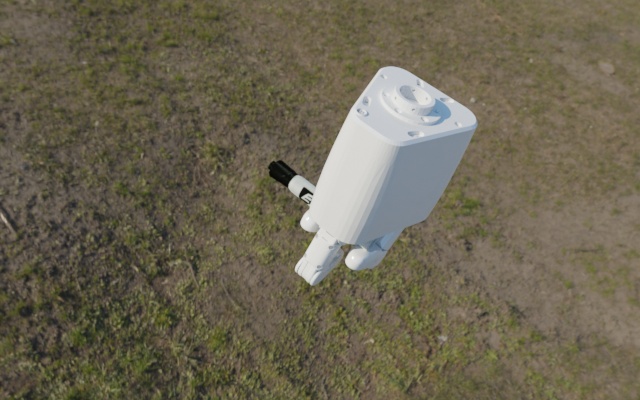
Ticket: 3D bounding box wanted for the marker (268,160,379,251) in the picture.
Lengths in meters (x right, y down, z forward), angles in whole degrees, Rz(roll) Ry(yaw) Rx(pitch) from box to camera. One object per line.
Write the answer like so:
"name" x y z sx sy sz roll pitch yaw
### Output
"marker" 0.000 0.001 0.428 0.121 0.020 0.020 37 12 17
